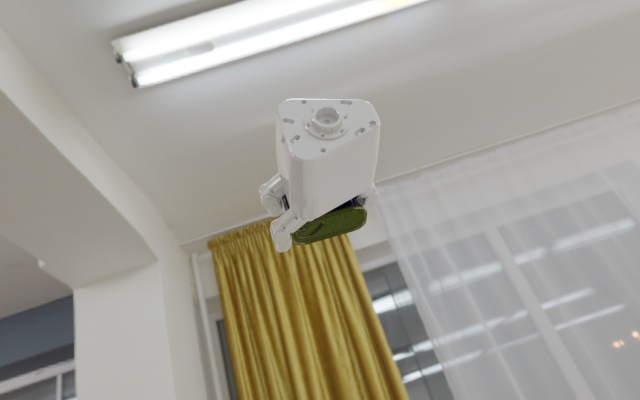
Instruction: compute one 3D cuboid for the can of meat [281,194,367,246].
[{"bbox_3d":[0.000,0.002,0.638,0.102,0.084,0.057,-16,-32,-7],"label":"can of meat"}]
